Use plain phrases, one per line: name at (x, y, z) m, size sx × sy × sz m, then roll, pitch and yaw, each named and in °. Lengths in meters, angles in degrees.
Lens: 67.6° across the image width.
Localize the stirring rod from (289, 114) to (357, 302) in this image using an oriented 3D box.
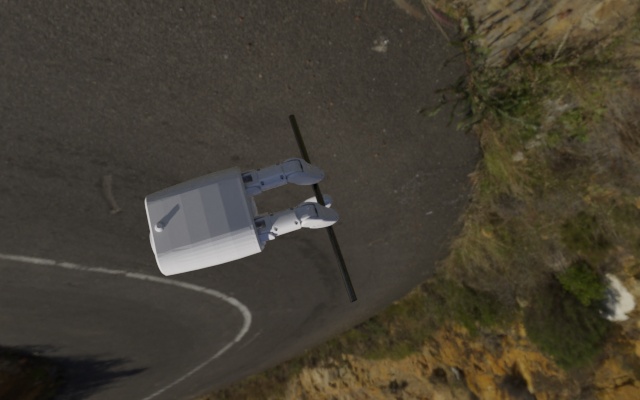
stirring rod at (0.000, 0.002, 0.558) m, size 0.011 × 0.239 × 0.011 m, roll -17°, pitch -20°, yaw -6°
